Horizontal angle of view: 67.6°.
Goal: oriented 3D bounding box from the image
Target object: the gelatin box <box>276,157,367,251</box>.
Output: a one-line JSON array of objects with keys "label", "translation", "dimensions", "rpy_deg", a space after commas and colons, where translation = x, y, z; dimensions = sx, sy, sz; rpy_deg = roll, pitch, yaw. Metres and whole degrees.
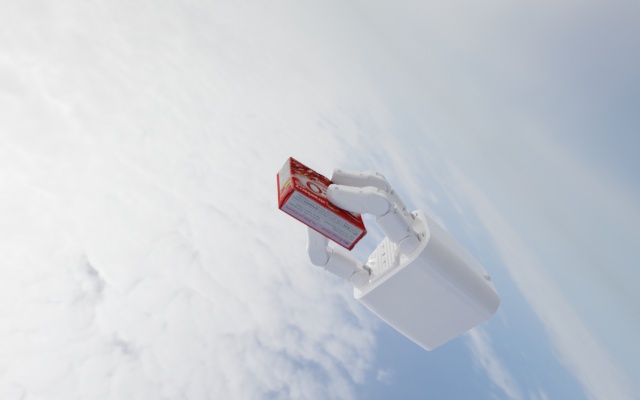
[{"label": "gelatin box", "translation": [0.000, 0.002, 0.476], "dimensions": [0.089, 0.030, 0.073], "rpy_deg": [31, 21, -20]}]
